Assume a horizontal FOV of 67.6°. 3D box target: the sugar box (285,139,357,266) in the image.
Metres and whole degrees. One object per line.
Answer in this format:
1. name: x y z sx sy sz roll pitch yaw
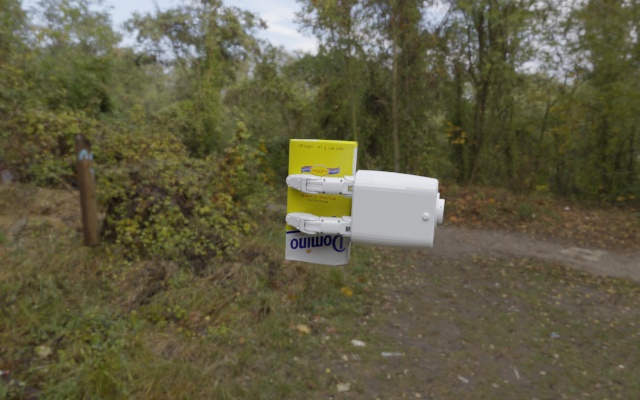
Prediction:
1. sugar box: 0.000 0.002 0.685 0.093 0.176 0.048 5 9 11
